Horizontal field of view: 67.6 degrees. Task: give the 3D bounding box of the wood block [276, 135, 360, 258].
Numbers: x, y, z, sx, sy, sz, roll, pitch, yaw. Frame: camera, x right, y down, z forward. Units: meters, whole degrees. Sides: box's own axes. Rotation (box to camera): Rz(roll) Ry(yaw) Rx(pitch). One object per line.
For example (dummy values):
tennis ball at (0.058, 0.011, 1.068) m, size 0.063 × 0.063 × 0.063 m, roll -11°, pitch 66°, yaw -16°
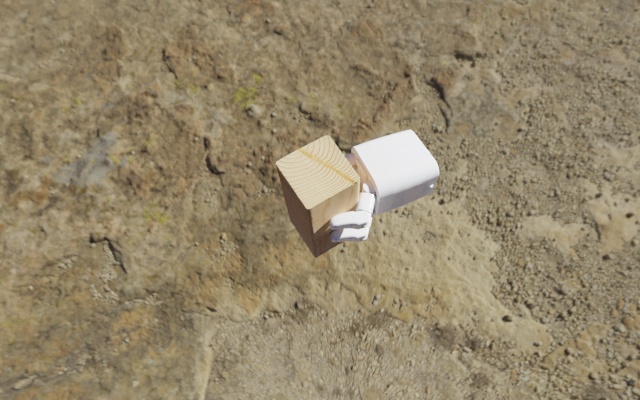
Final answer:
wood block at (0.000, 0.002, 0.755) m, size 0.090 × 0.090 × 0.206 m, roll -30°, pitch -23°, yaw -11°
